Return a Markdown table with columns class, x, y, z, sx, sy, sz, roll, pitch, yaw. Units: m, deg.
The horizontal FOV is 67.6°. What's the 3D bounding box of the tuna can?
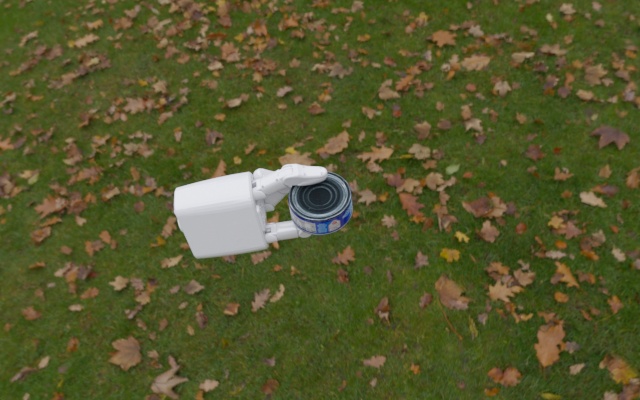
| class | x | y | z | sx | sy | sz | roll | pitch | yaw |
| --- | --- | --- | --- | --- | --- | --- | --- | --- | --- |
| tuna can | 0.000 | 0.002 | 0.637 | 0.086 | 0.086 | 0.034 | 0 | -37 | 5 |
